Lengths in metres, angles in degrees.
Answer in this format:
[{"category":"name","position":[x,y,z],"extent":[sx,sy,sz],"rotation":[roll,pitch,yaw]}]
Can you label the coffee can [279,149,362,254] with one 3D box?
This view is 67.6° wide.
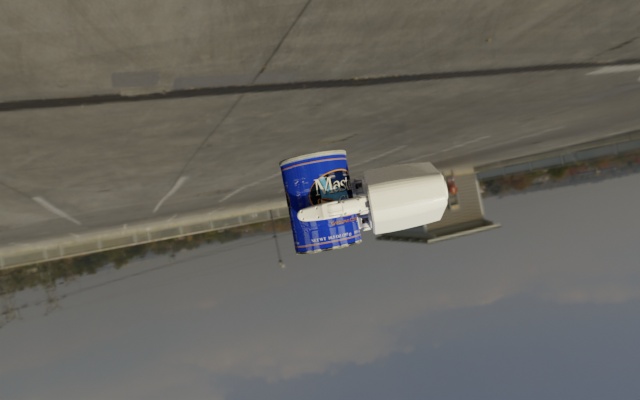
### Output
[{"category":"coffee can","position":[0.000,0.002,0.722],"extent":[0.103,0.140,0.103],"rotation":[-10,-1,0]}]
